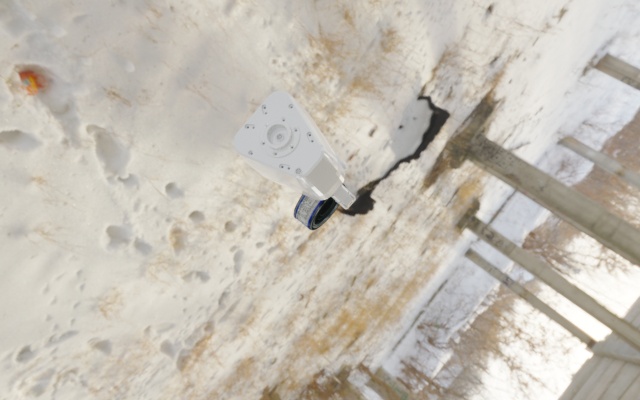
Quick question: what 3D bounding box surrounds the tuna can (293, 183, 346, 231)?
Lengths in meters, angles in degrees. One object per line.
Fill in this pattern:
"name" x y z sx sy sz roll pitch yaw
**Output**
"tuna can" 0.001 0.003 0.711 0.033 0.086 0.086 38 12 16
